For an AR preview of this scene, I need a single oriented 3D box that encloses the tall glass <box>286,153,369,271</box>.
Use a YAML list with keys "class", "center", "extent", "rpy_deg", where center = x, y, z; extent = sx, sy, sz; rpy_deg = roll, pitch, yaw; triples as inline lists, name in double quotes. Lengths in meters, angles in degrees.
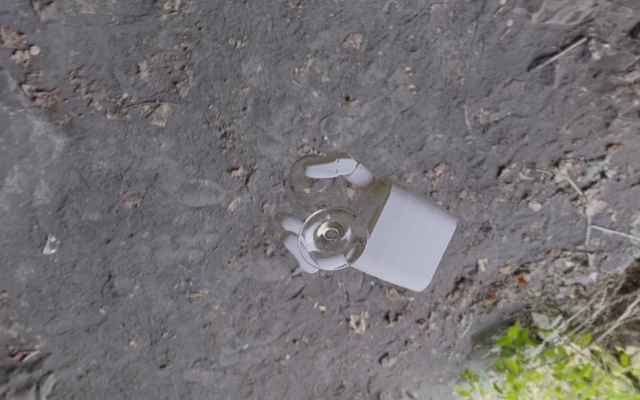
- class: "tall glass"
  center: [0.000, 0.002, 0.581]
  extent: [0.079, 0.079, 0.201]
  rpy_deg: [0, 23, -9]
